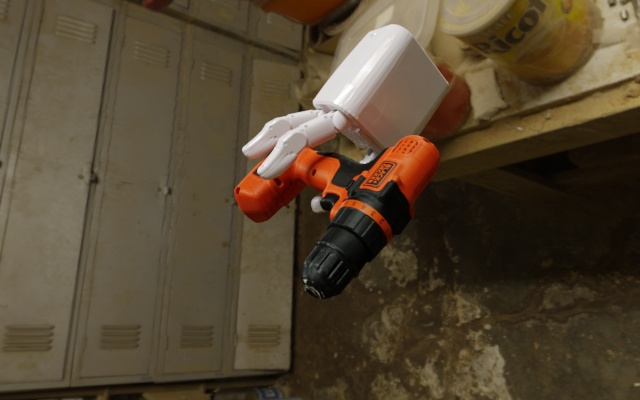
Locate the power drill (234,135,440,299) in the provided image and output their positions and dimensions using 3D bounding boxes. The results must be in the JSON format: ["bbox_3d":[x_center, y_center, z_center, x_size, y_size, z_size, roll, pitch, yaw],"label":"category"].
[{"bbox_3d":[0.000,0.001,0.470,0.187,0.057,0.184,14,52,43],"label":"power drill"}]
